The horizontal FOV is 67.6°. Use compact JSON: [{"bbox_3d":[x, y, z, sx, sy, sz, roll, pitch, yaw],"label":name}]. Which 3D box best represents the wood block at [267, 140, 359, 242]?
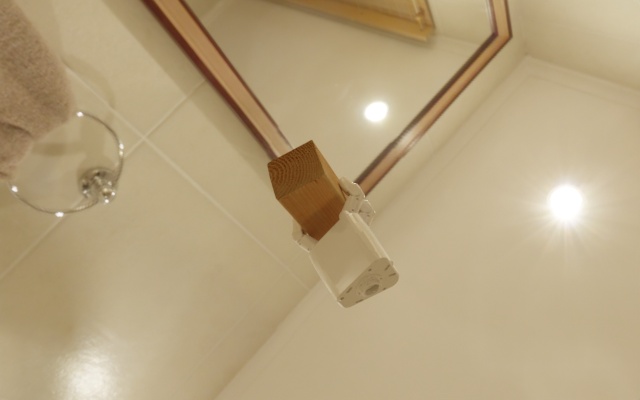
[{"bbox_3d":[0.000,0.003,0.848,0.091,0.090,0.206,-27,-42,9],"label":"wood block"}]
